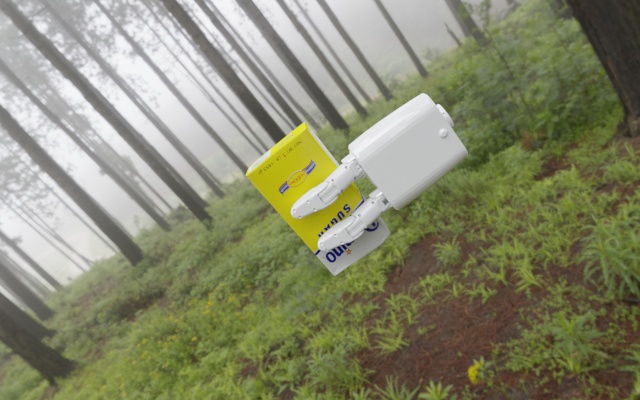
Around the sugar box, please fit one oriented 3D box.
[{"bbox_3d":[0.000,0.002,0.590,0.093,0.176,0.048,-37,17,11],"label":"sugar box"}]
